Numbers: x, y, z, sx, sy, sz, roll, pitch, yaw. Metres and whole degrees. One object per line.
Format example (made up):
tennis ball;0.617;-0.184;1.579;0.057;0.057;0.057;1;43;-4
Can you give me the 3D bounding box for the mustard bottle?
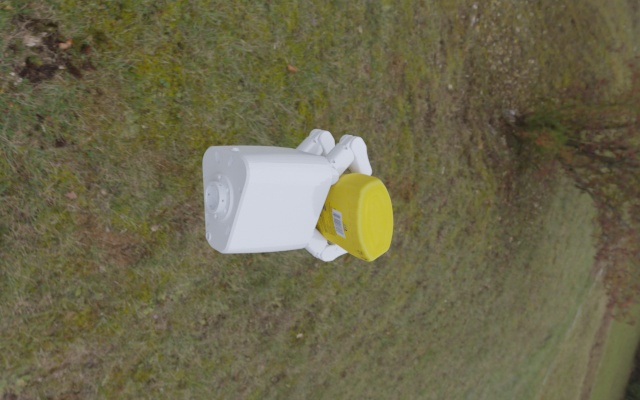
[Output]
mustard bottle;0.001;0.002;0.588;0.058;0.096;0.191;-30;31;-32
